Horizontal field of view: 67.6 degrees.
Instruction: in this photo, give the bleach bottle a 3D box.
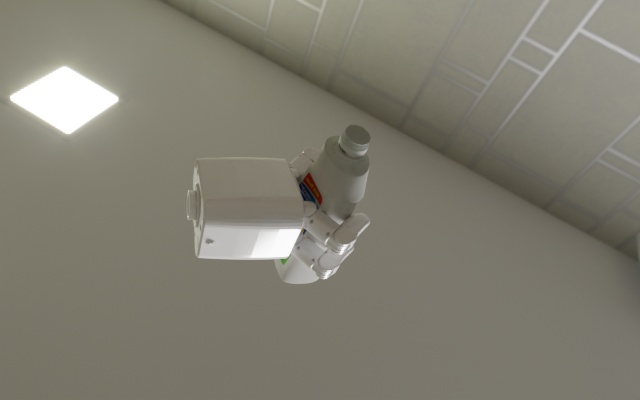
[{"bbox_3d":[0.000,0.002,0.583,0.068,0.102,0.251,1,-37,-21],"label":"bleach bottle"}]
